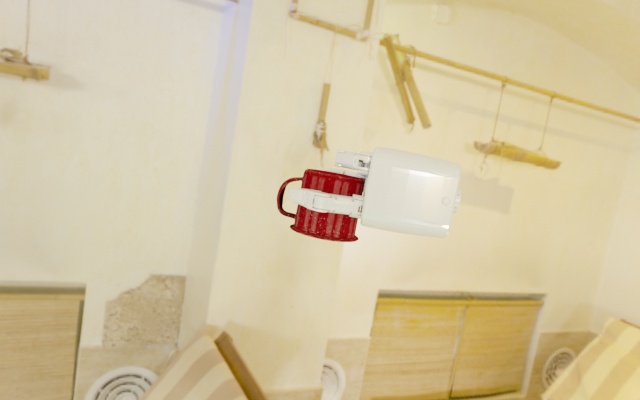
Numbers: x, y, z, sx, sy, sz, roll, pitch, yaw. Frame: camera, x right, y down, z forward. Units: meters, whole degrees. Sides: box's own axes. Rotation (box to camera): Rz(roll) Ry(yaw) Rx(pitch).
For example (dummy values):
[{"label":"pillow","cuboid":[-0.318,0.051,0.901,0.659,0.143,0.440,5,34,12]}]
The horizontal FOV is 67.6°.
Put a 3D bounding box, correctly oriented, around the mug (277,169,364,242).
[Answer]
[{"label":"mug","cuboid":[-0.001,0.002,0.634,0.117,0.081,0.093,11,6,6]}]
